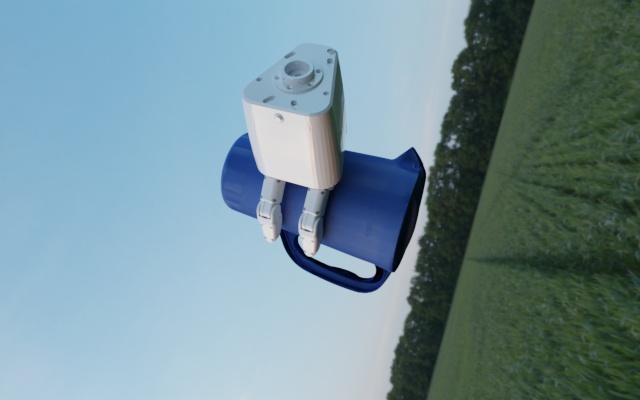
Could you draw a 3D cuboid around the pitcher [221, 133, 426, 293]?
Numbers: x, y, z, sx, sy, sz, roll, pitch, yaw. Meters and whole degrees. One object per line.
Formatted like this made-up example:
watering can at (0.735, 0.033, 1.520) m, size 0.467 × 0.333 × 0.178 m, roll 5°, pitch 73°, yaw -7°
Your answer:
pitcher at (0.000, 0.002, 0.602) m, size 0.243 × 0.149 × 0.145 m, roll 16°, pitch -33°, yaw 17°
